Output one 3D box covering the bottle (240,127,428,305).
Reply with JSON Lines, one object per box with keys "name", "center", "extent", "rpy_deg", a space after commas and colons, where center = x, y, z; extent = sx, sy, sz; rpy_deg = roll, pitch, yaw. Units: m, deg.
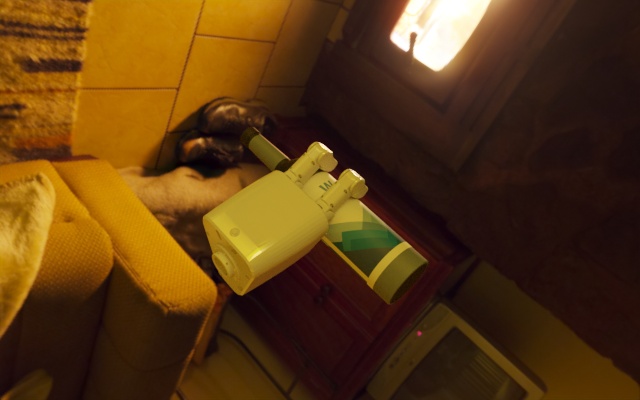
{"name": "bottle", "center": [0.000, 0.002, 0.596], "extent": [0.295, 0.069, 0.069], "rpy_deg": [43, 20, 23]}
